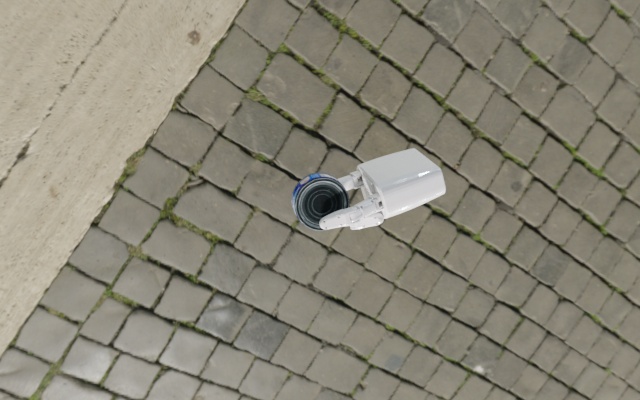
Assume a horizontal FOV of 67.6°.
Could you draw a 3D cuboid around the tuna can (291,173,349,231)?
[{"bbox_3d":[0.000,0.003,0.729,0.086,0.086,0.033,0,15,-12],"label":"tuna can"}]
